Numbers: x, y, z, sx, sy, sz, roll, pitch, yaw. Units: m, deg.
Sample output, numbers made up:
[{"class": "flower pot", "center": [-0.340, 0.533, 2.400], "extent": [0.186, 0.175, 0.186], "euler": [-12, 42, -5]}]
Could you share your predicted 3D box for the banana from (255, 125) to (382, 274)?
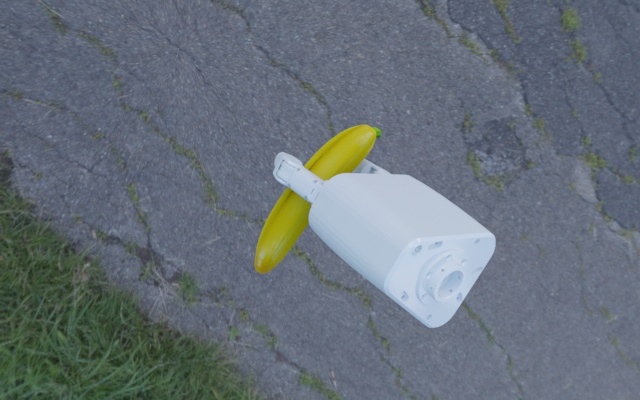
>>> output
[{"class": "banana", "center": [-0.003, -0.008, 0.471], "extent": [0.037, 0.198, 0.070], "euler": [39, -7, 28]}]
